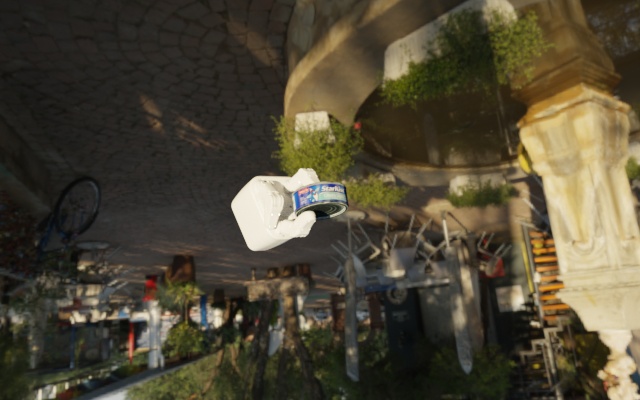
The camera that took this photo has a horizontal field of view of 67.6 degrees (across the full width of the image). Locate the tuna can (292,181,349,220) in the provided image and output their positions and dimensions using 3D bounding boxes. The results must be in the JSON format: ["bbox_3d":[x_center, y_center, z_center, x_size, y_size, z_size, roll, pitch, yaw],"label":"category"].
[{"bbox_3d":[0.000,0.003,0.737,0.086,0.033,0.086,-8,-19,-3],"label":"tuna can"}]
